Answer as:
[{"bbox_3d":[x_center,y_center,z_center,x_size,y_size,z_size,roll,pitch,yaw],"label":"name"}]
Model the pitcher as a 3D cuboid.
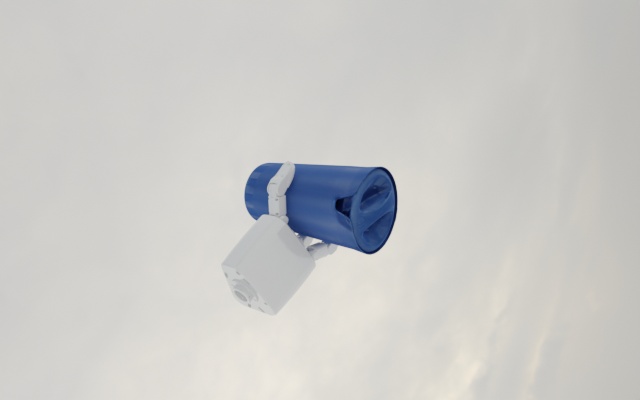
[{"bbox_3d":[0.000,0.003,0.789,0.243,0.149,0.145,10,47,37],"label":"pitcher"}]
